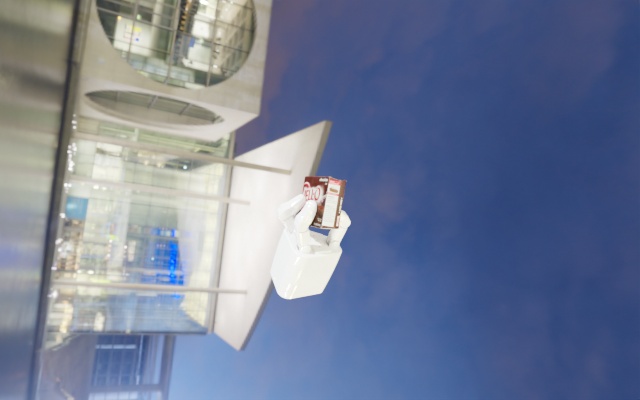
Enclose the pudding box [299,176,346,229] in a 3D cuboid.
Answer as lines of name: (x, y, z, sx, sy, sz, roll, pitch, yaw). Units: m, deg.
pudding box: (0.000, 0.003, 0.859, 0.039, 0.090, 0.113, 9, -1, -27)
